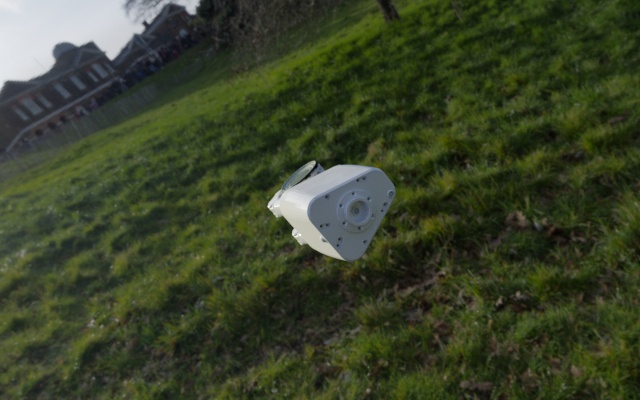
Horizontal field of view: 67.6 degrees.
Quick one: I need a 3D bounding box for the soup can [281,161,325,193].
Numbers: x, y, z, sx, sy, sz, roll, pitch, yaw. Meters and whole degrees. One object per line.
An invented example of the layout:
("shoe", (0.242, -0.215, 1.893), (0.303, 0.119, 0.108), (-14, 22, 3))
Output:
("soup can", (0.000, 0.002, 0.686), (0.068, 0.102, 0.068), (-37, 17, 13))
